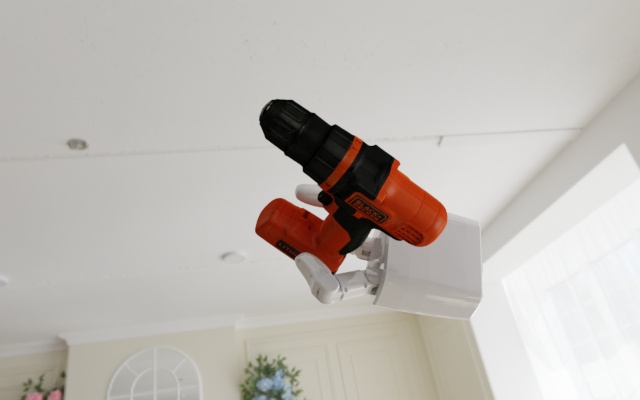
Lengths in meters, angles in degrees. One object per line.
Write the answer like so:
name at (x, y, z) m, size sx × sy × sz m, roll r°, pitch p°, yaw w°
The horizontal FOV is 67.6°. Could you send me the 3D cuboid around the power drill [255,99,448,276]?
power drill at (0.000, 0.002, 0.461) m, size 0.184 × 0.057 × 0.188 m, roll 36°, pitch -31°, yaw -8°
